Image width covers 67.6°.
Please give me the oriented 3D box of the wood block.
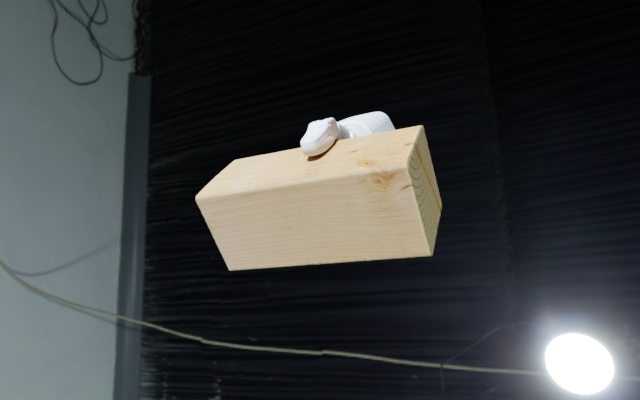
[{"bbox_3d":[0.000,0.001,0.459,0.206,0.091,0.090,-8,26,25],"label":"wood block"}]
